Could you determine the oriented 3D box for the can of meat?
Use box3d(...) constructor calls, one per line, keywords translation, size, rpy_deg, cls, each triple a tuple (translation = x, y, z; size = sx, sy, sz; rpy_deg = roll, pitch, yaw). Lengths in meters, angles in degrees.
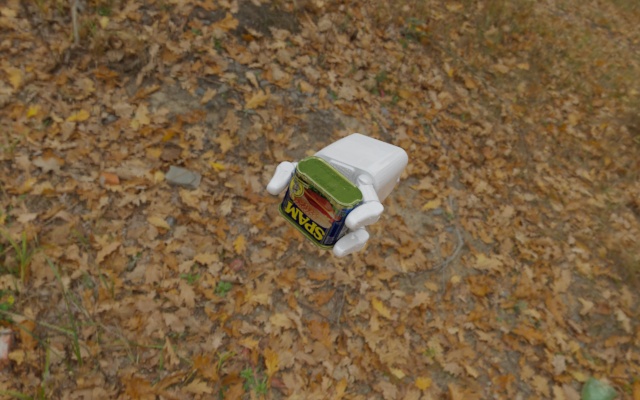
box3d(translation=(0.000, 0.002, 0.642), size=(0.102, 0.084, 0.057), rpy_deg=(40, 42, 18), cls="can of meat")
